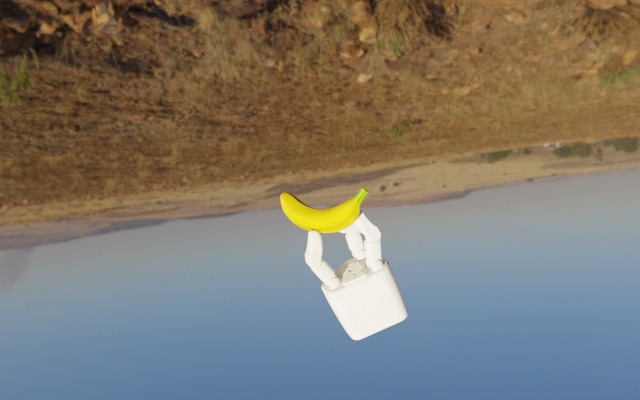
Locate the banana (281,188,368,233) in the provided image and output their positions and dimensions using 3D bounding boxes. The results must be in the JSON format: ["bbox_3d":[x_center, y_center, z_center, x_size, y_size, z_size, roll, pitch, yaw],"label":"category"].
[{"bbox_3d":[-0.004,0.019,0.774,0.198,0.069,0.037,-1,-31,45],"label":"banana"}]
